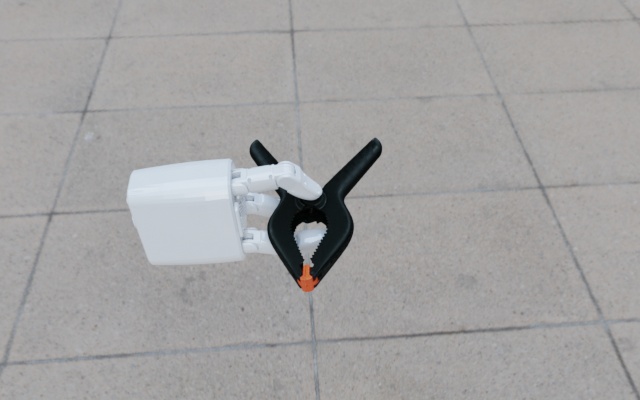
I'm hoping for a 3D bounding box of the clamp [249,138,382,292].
[{"bbox_3d":[0.000,0.002,0.542,0.164,0.209,0.036,-6,-38,1],"label":"clamp"}]
